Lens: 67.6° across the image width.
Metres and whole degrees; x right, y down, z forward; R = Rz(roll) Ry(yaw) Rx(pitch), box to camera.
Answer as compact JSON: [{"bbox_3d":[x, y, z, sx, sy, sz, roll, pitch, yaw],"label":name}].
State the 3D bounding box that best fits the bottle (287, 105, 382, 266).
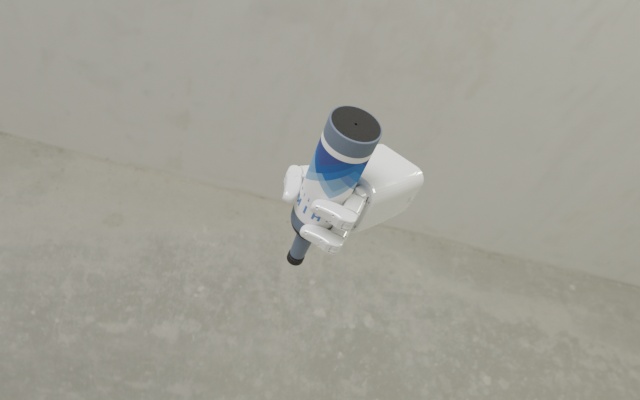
[{"bbox_3d":[0.000,0.002,0.667,0.069,0.069,0.296,0,-39,-21],"label":"bottle"}]
